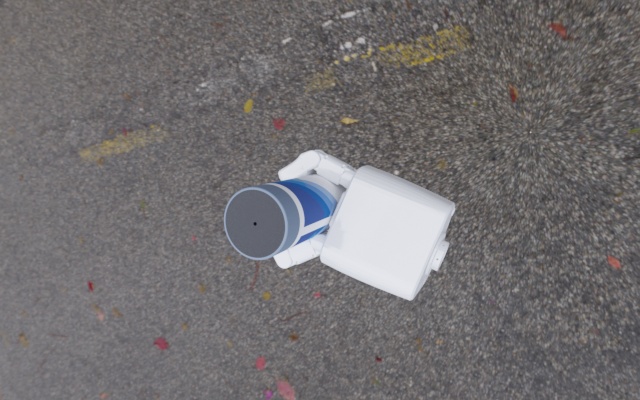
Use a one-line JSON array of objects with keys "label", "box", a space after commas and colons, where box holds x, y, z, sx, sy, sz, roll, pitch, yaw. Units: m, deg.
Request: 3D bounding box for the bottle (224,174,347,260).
[{"label": "bottle", "box": [0.000, 0.002, 0.557, 0.069, 0.069, 0.295, 0, 7, 24]}]
